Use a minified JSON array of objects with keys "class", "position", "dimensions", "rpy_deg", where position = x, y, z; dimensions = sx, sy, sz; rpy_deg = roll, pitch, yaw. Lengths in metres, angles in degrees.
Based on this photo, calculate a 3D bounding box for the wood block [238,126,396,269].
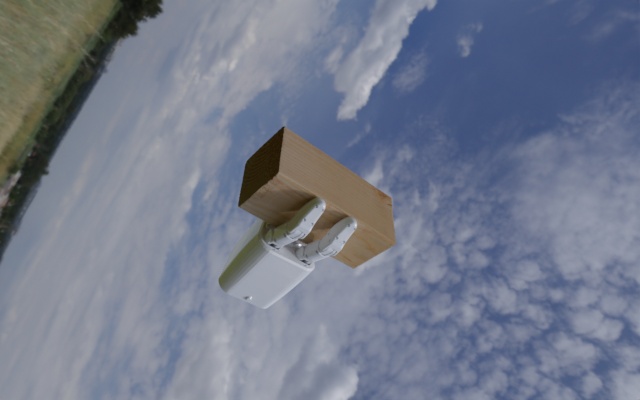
[{"class":"wood block","position":[0.000,0.002,0.666],"dimensions":[0.206,0.090,0.090],"rpy_deg":[31,-50,-29]}]
